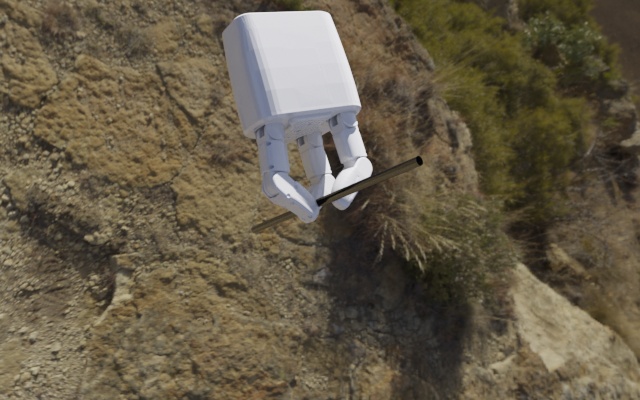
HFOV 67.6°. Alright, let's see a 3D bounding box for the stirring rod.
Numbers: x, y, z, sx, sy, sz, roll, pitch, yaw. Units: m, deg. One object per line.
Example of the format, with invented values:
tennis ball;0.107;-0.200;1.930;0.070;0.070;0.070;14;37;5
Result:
stirring rod;0.000;0.001;0.449;0.011;0.011;0.239;0;-15;-40
